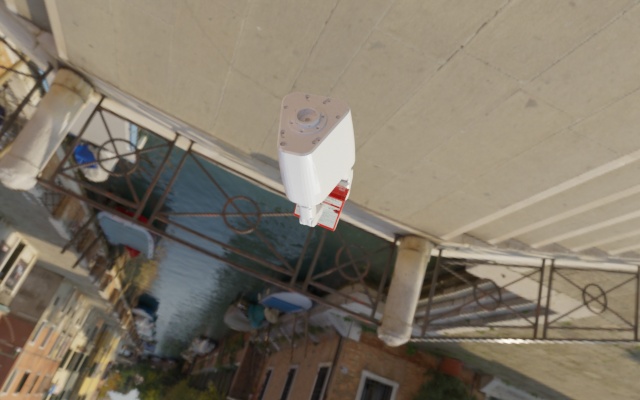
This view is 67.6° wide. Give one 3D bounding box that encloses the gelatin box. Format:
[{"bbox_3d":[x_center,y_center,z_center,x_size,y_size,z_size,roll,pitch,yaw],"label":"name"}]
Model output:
[{"bbox_3d":[0.000,0.003,0.760,0.073,0.030,0.089,21,-37,4],"label":"gelatin box"}]
